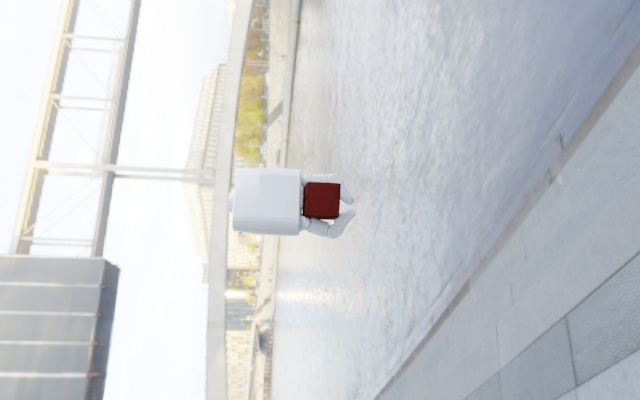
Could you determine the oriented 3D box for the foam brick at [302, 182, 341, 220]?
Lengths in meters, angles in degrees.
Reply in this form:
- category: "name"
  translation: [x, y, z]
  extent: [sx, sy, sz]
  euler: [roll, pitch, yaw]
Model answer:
- category: "foam brick"
  translation: [0.000, 0.002, 0.753]
  extent: [0.051, 0.053, 0.078]
  euler: [3, -7, -6]
